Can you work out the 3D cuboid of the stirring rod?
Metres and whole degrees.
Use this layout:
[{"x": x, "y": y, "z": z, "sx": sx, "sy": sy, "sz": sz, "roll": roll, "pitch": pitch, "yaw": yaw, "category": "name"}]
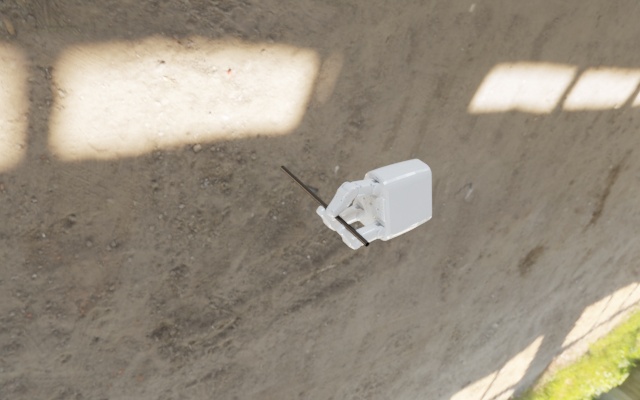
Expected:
[{"x": 0.000, "y": 0.002, "z": 0.771, "sx": 0.011, "sy": 0.011, "sz": 0.239, "roll": 0, "pitch": 31, "yaw": -41, "category": "stirring rod"}]
